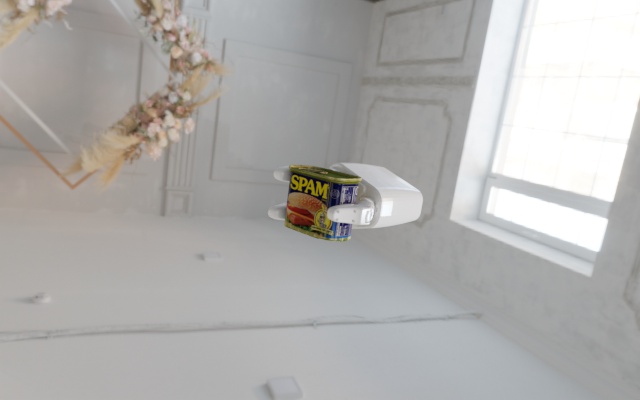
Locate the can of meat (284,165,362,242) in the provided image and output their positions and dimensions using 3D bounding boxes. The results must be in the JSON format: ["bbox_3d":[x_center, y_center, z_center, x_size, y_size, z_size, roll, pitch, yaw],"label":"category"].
[{"bbox_3d":[0.000,0.002,0.637,0.102,0.084,0.057,17,14,42],"label":"can of meat"}]
